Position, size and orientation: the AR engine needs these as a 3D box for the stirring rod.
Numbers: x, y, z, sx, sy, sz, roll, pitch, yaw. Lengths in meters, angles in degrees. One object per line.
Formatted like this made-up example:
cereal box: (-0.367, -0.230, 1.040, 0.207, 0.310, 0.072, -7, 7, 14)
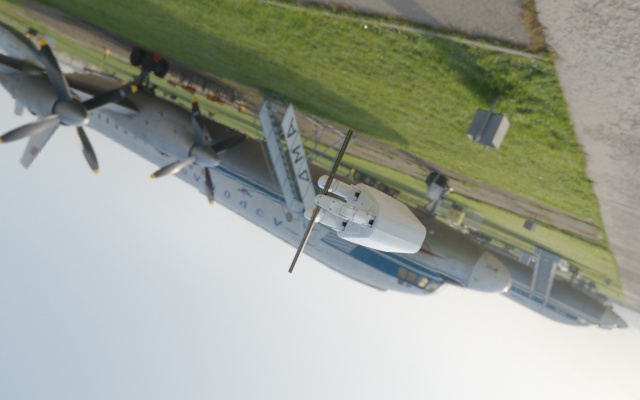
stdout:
stirring rod: (0.000, 0.002, 0.740, 0.011, 0.239, 0.011, 23, 3, -1)
